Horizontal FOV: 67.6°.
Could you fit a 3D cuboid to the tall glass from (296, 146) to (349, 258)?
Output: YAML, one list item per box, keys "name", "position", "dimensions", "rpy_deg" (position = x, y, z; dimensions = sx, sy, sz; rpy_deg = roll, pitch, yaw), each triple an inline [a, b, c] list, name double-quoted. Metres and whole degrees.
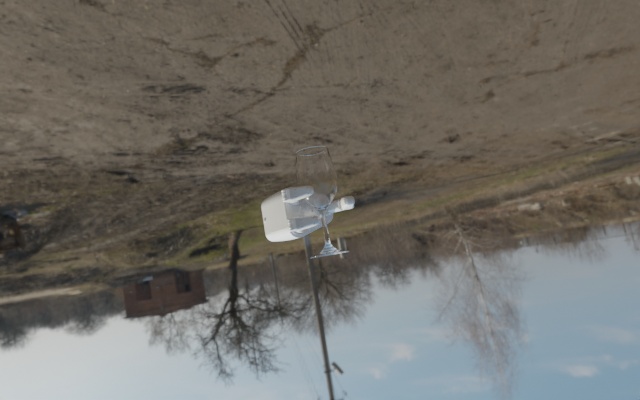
- name: "tall glass"
  position: [0.000, 0.004, 0.891]
  dimensions: [0.079, 0.201, 0.079]
  rpy_deg: [-9, -6, -1]
